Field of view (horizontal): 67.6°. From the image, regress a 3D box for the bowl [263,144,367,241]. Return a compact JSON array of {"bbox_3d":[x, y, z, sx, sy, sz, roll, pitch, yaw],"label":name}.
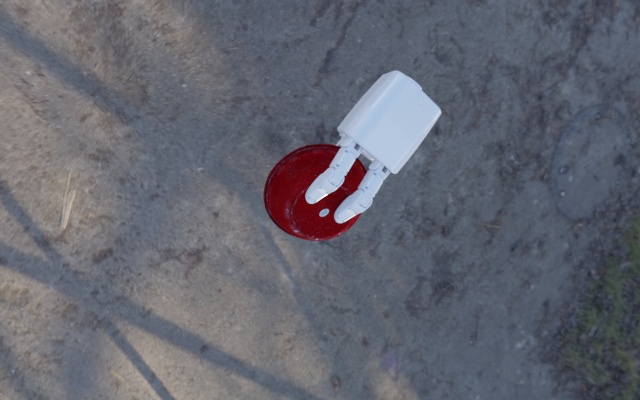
[{"bbox_3d":[0.000,0.004,0.692,0.162,0.162,0.055,0,30,-12],"label":"bowl"}]
